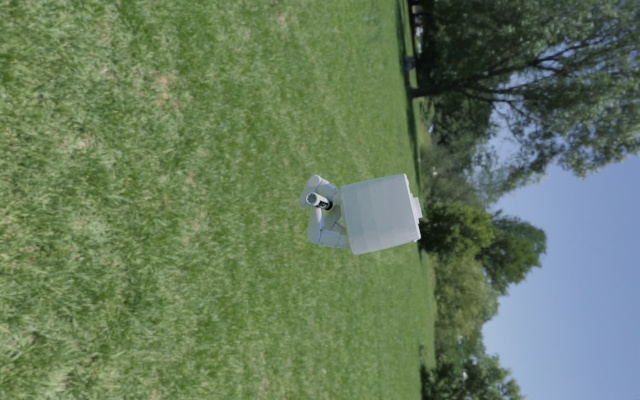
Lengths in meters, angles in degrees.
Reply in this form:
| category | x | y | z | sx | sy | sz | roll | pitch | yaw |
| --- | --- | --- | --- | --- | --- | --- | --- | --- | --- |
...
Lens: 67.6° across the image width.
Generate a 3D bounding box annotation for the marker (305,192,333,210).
| category | x | y | z | sx | sy | sz | roll | pitch | yaw |
| --- | --- | --- | --- | --- | --- | --- | --- | --- | --- |
| marker | 0.000 | 0.002 | 0.731 | 0.020 | 0.020 | 0.121 | 0 | -5 | 12 |
